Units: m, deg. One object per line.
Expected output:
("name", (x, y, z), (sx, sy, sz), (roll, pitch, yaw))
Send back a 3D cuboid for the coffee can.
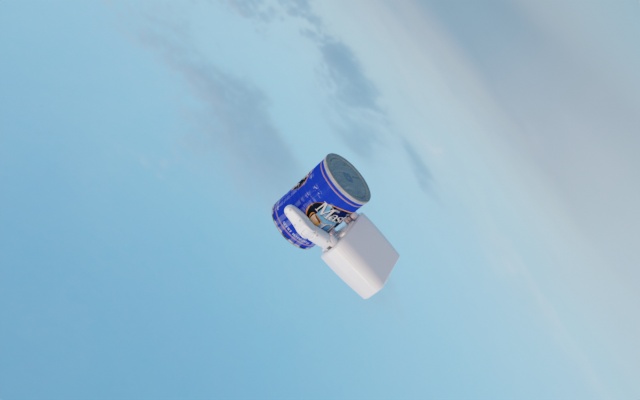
("coffee can", (0.000, 0.002, 0.812), (0.140, 0.102, 0.103), (-41, -22, 27))
